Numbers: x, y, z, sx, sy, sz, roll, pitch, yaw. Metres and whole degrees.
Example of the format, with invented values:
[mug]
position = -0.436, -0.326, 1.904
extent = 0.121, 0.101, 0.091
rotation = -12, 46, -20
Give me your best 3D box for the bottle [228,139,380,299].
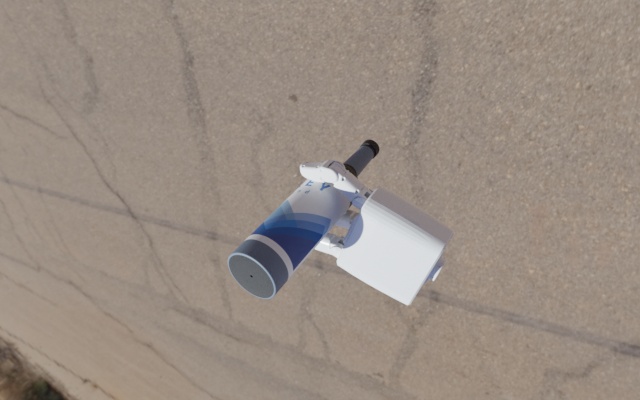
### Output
[bottle]
position = 0.000, 0.002, 0.618
extent = 0.069, 0.069, 0.295
rotation = 0, 34, 39
